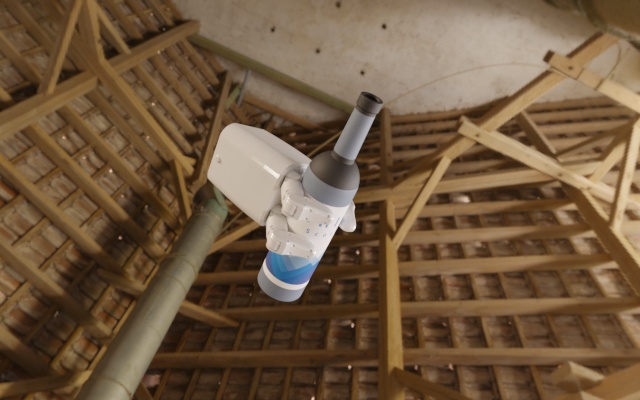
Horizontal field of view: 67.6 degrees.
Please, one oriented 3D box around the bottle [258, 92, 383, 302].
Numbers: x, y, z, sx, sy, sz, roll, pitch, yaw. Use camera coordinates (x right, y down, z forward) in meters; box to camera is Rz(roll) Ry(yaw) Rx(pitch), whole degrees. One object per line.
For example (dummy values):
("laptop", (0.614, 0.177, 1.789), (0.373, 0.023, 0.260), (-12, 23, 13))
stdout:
("bottle", (0.000, 0.002, 0.594), (0.069, 0.296, 0.069), (19, 31, -12))
